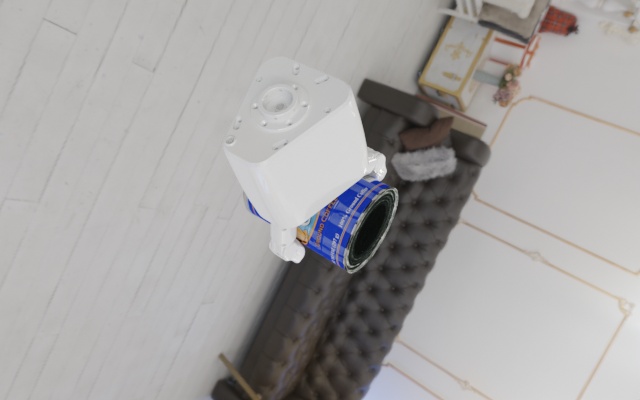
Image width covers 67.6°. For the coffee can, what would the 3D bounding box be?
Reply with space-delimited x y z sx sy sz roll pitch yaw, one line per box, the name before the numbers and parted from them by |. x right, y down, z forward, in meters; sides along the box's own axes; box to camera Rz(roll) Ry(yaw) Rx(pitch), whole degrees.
coffee can | 0.000 0.002 0.533 0.140 0.103 0.103 29 13 24
